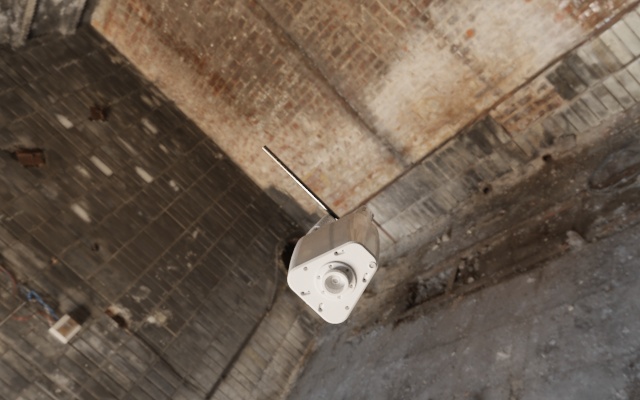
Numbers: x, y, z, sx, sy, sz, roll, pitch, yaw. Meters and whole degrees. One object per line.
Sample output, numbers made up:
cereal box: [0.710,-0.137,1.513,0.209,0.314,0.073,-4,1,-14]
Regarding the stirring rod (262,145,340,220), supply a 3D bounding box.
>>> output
stirring rod: [0.000,0.002,0.732,0.239,0.011,0.011,44,-7,-7]
